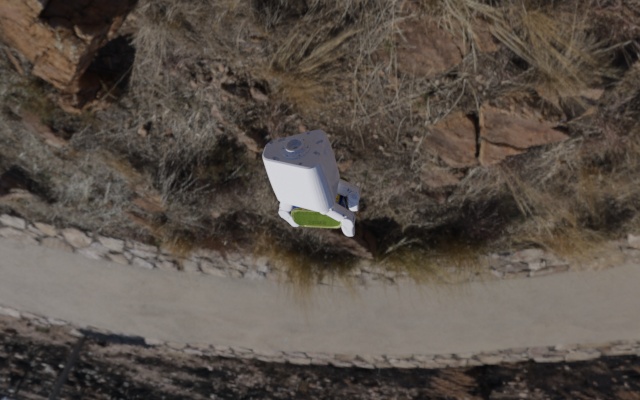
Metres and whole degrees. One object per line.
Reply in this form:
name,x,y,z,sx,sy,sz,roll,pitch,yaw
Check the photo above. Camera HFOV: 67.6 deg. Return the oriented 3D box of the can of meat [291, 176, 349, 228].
can of meat,0.000,0.003,0.898,0.102,0.084,0.057,2,-40,12
